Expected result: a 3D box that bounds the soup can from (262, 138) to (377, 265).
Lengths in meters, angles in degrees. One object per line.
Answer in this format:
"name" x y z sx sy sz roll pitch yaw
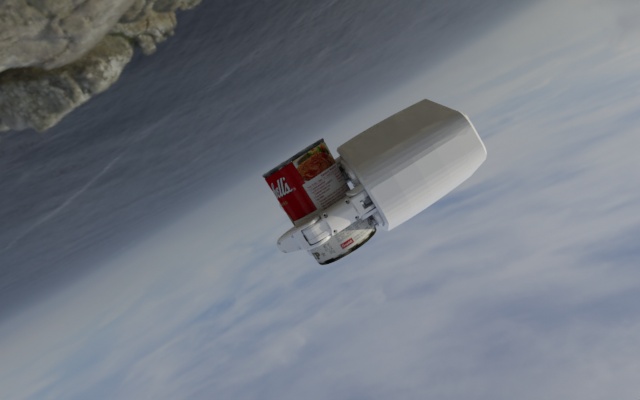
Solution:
"soup can" 0.000 0.002 0.457 0.068 0.102 0.068 -31 6 4
